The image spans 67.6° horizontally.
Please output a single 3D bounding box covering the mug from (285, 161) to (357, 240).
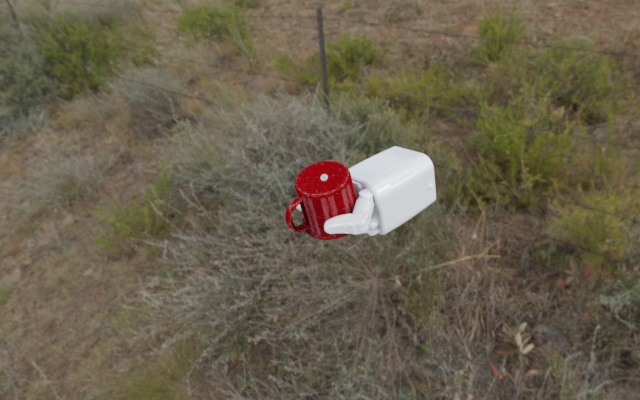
[{"bbox_3d":[-0.001,0.003,0.690,0.117,0.082,0.093,-29,41,-16],"label":"mug"}]
